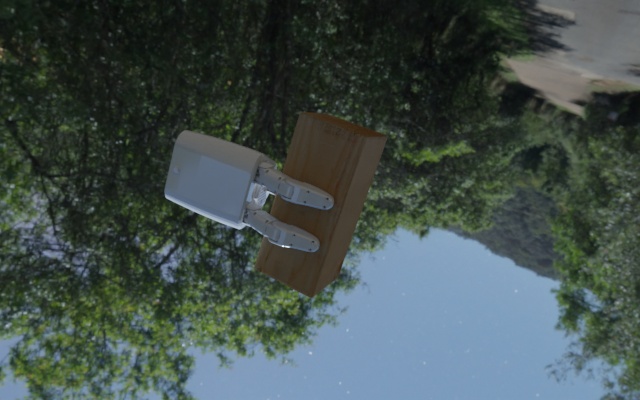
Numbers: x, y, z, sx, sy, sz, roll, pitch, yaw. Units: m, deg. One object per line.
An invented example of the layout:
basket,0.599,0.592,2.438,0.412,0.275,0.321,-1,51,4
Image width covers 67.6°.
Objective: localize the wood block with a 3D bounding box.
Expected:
wood block,0.000,0.002,0.604,0.090,0.206,0.091,24,17,18
